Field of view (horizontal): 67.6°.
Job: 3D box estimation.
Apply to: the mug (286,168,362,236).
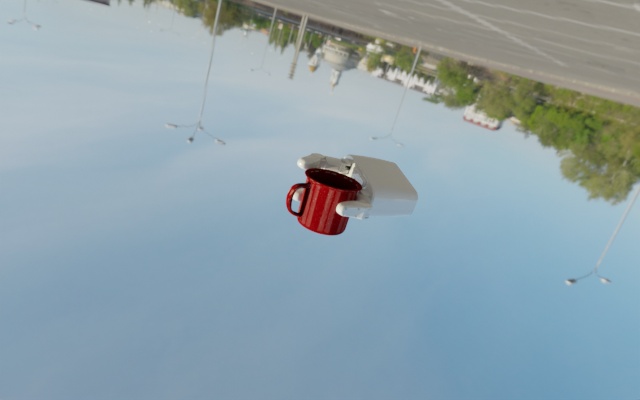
[{"bbox_3d":[-0.001,0.003,0.750,0.117,0.081,0.093,3,23,-32],"label":"mug"}]
